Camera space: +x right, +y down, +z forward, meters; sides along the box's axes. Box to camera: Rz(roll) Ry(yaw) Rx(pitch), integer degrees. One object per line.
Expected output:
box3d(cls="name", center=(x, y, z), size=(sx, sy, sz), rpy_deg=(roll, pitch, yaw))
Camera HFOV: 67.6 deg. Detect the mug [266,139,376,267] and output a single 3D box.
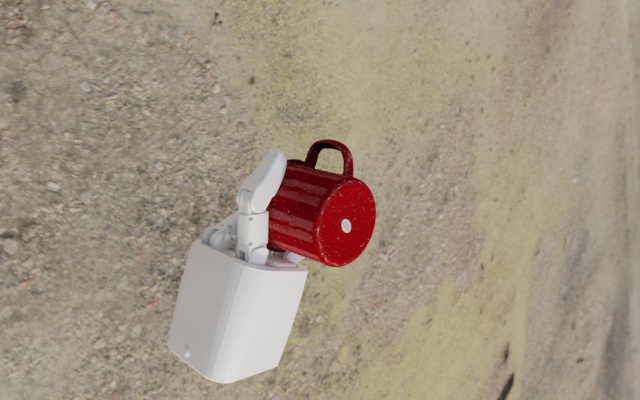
box3d(cls="mug", center=(0.001, 0.000, 0.441), size=(0.081, 0.117, 0.093), rpy_deg=(15, -1, 43))
